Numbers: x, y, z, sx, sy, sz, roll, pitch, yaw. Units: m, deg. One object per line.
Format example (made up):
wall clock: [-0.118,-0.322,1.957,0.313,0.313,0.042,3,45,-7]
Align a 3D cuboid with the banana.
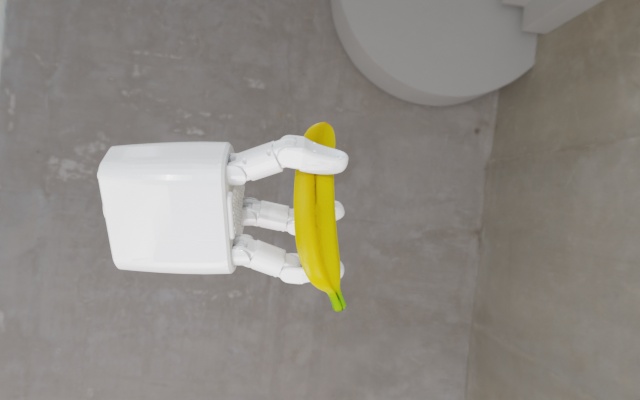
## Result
banana: [-0.003,-0.004,0.435,0.037,0.197,0.070,-5,-27,7]
